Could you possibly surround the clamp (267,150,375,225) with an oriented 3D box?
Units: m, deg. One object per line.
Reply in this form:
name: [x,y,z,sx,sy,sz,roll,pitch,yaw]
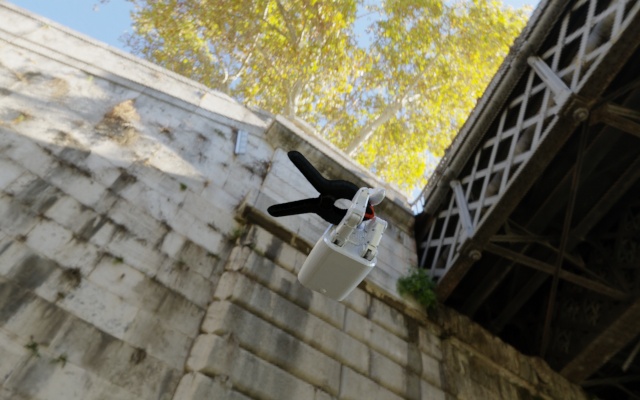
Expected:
clamp: [0.000,0.002,0.771,0.171,0.120,0.039,27,33,-11]
